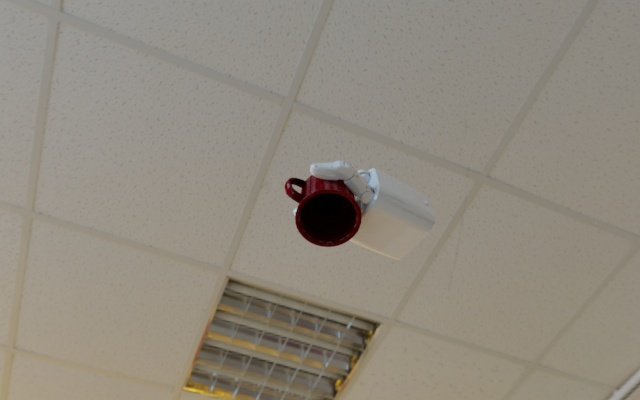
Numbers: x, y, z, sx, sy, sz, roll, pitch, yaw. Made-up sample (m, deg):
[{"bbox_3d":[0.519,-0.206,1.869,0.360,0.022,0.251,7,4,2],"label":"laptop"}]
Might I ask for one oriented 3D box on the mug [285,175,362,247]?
[{"bbox_3d":[-0.001,0.002,0.696,0.117,0.093,0.081,26,24,-14],"label":"mug"}]
